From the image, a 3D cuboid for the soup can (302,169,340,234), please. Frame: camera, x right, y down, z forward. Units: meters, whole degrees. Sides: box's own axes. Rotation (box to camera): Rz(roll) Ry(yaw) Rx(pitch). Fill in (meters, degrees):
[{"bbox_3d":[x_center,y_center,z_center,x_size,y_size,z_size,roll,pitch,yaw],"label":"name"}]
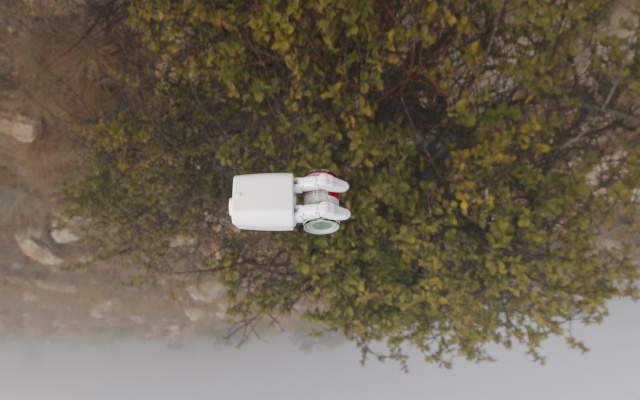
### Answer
[{"bbox_3d":[0.001,0.003,0.877,0.068,0.102,0.068,-2,-26,-1],"label":"soup can"}]
